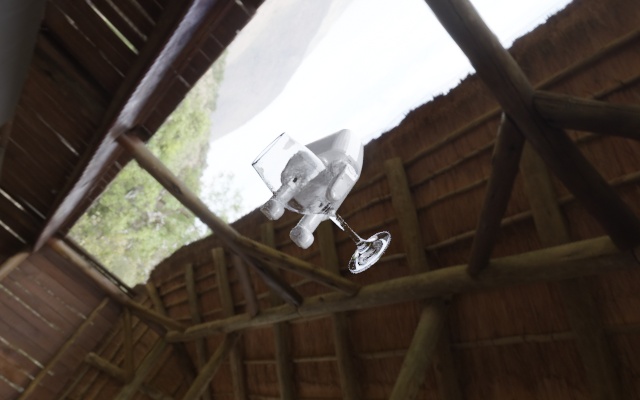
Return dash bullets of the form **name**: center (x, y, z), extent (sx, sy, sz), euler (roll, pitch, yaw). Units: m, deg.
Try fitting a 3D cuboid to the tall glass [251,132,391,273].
- **tall glass**: center (0.001, 0.003, 0.634), extent (0.201, 0.079, 0.079), euler (46, -14, -14)
